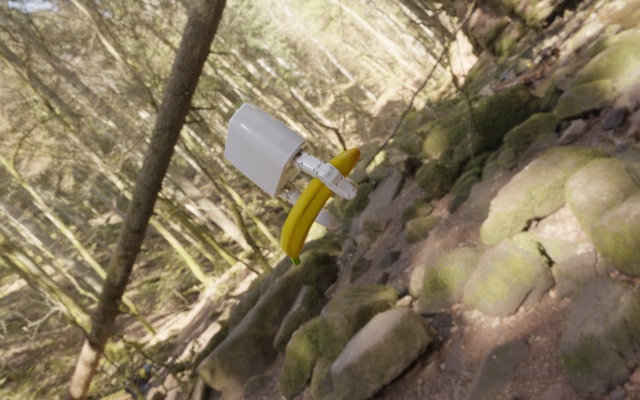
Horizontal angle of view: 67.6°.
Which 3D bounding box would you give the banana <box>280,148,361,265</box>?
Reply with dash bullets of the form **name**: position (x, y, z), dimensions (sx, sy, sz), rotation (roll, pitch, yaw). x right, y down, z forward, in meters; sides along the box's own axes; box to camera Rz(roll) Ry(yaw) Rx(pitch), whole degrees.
- **banana**: position (-0.007, 0.004, 0.687), dimensions (0.037, 0.198, 0.069), rotation (33, 6, 18)
